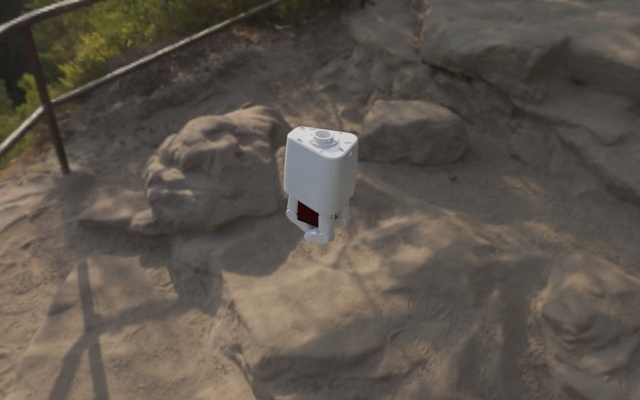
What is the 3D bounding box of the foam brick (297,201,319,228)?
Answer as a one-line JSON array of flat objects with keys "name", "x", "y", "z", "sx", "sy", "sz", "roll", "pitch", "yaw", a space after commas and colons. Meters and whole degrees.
[{"name": "foam brick", "x": 0.000, "y": 0.003, "z": 0.836, "sx": 0.053, "sy": 0.051, "sz": 0.078, "roll": 19, "pitch": 38, "yaw": 19}]
